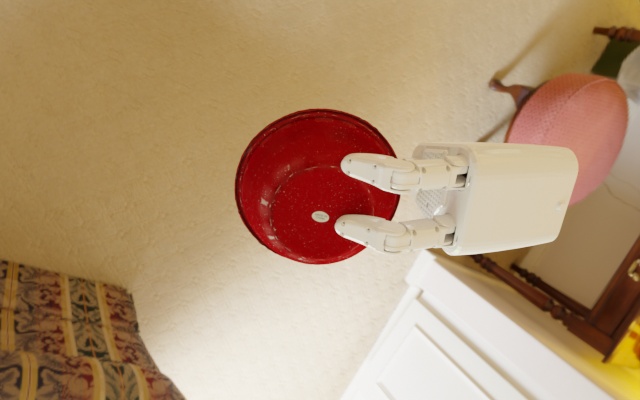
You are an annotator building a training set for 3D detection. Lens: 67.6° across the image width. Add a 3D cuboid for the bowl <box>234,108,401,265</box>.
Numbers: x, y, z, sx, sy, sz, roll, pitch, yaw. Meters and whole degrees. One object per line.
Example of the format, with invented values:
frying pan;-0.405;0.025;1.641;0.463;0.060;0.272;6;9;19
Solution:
bowl;-0.001;0.002;0.436;0.162;0.162;0.055;0;25;-4
